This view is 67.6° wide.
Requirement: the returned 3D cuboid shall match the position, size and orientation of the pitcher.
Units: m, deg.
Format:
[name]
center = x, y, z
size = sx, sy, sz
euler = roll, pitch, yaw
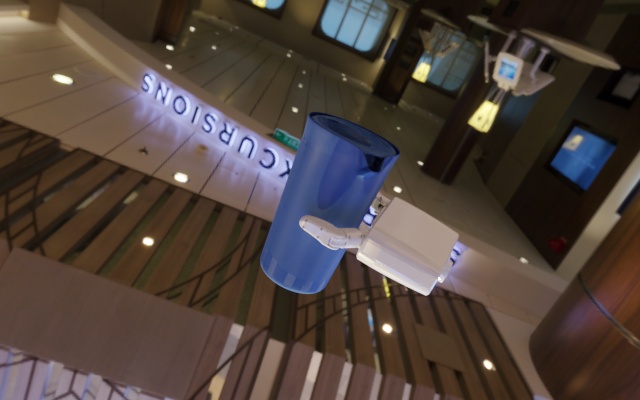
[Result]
[pitcher]
center = 0.000, 0.002, 0.686
size = 0.145, 0.243, 0.149
euler = 29, 21, 14
